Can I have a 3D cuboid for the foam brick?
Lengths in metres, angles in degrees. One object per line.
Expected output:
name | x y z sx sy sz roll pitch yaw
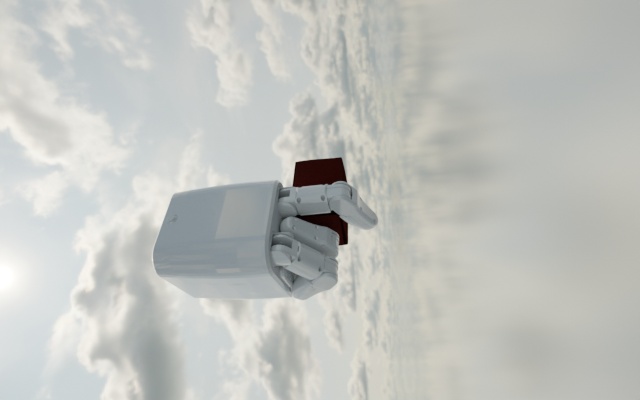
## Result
foam brick | 0.000 0.001 0.486 0.051 0.078 0.053 -5 -43 9
